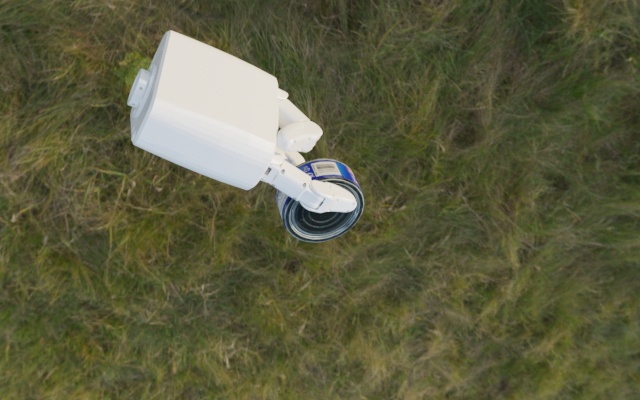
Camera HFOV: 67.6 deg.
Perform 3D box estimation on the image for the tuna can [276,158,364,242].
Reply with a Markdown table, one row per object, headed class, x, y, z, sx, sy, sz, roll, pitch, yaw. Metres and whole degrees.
| class | x | y | z | sx | sy | sz | roll | pitch | yaw |
| --- | --- | --- | --- | --- | --- | --- | --- | --- | --- |
| tuna can | 0.000 | 0.002 | 0.484 | 0.086 | 0.086 | 0.033 | 0 | 39 | -20 |
